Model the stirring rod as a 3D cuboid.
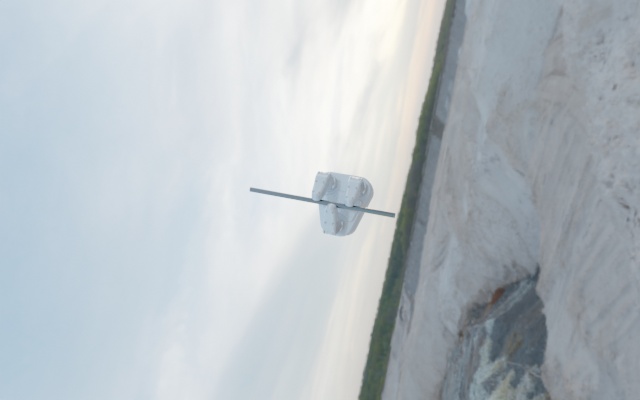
[{"bbox_3d":[0.000,0.003,0.766,0.239,0.011,0.011,10,2,11],"label":"stirring rod"}]
